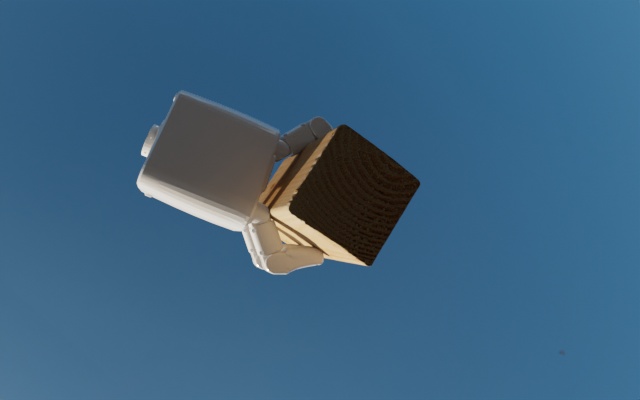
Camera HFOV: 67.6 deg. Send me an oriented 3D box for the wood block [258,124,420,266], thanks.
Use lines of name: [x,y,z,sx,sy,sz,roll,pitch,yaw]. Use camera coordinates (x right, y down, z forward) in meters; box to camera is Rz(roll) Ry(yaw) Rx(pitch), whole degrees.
wood block: [0.000,0.001,0.493,0.090,0.091,0.206,35,-12,-13]
